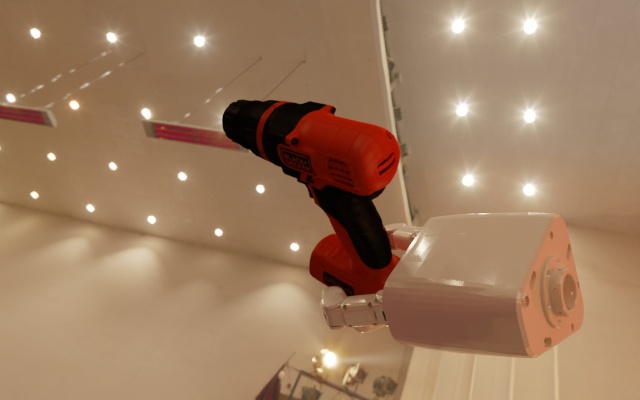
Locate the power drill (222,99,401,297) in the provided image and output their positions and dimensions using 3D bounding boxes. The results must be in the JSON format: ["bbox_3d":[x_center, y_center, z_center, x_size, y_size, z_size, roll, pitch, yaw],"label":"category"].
[{"bbox_3d":[0.000,0.002,0.415,0.057,0.188,0.184,-42,41,-23],"label":"power drill"}]
